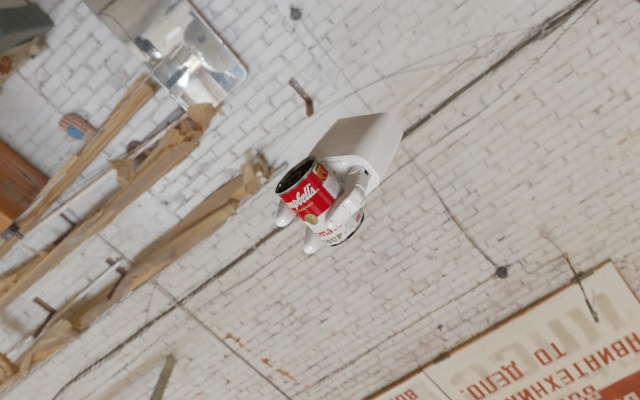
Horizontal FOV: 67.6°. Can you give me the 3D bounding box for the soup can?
[{"bbox_3d":[0.000,0.003,0.616,0.102,0.068,0.068,47,-20,-20],"label":"soup can"}]
